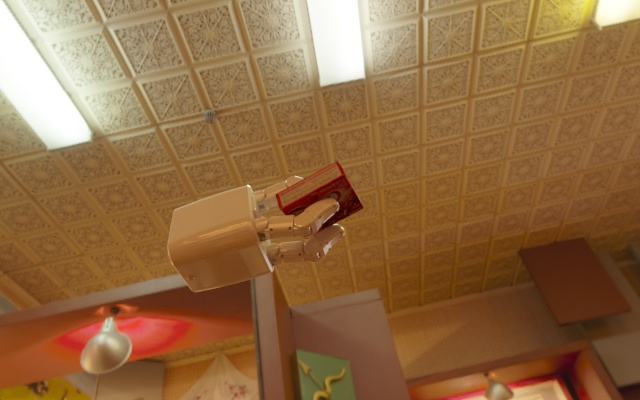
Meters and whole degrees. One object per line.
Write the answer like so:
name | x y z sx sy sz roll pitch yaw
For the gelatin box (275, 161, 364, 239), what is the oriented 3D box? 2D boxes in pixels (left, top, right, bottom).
gelatin box | 0.000 0.001 0.594 0.089 0.030 0.073 -29 -42 6
